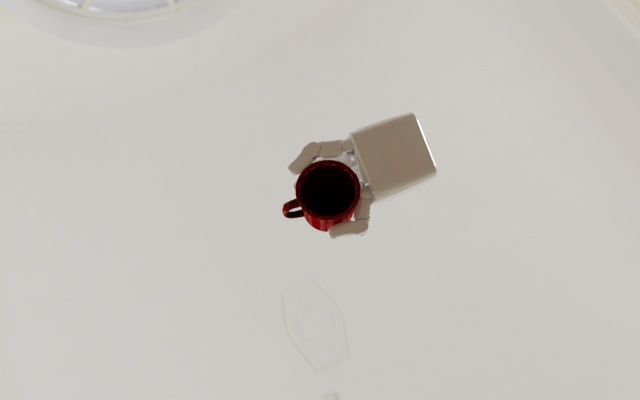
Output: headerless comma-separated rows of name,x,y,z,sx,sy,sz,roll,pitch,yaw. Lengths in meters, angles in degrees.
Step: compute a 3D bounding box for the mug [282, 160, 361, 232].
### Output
mug,-0.001,0.003,0.710,0.117,0.093,0.081,-20,-20,-6
